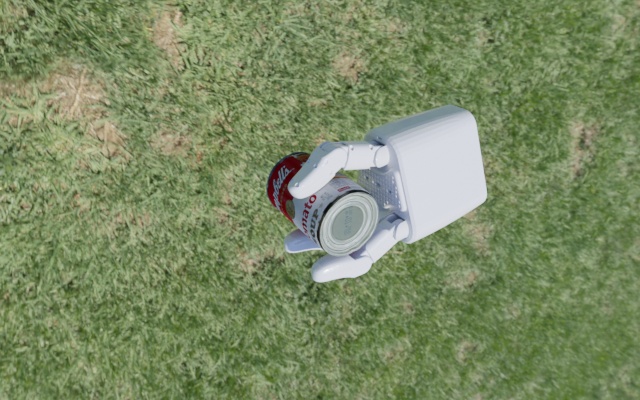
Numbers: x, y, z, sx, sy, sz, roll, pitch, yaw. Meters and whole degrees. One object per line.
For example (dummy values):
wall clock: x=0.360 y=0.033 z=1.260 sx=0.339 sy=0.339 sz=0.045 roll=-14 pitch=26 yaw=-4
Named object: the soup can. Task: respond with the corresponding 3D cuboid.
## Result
soup can: x=0.000 y=0.002 z=0.463 sx=0.068 sy=0.068 sz=0.102 roll=0 pitch=24 yaw=-35
